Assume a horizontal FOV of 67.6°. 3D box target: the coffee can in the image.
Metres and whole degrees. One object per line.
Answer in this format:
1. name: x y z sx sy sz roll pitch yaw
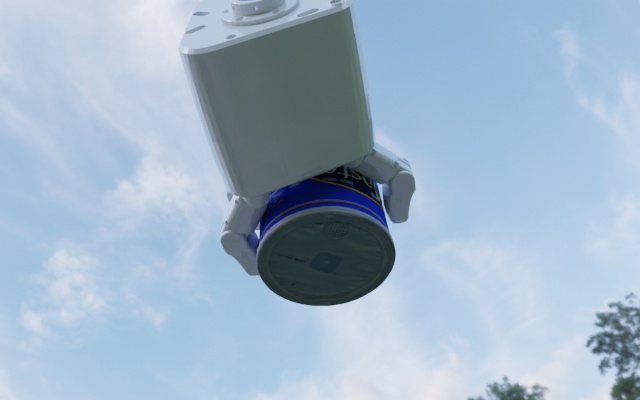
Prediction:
1. coffee can: 0.000 0.002 0.402 0.103 0.103 0.140 0 41 -5
